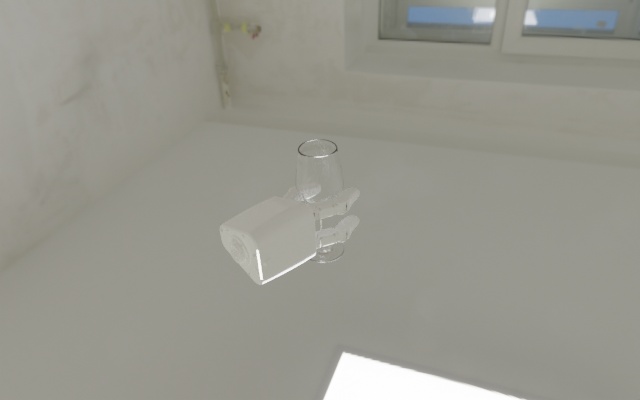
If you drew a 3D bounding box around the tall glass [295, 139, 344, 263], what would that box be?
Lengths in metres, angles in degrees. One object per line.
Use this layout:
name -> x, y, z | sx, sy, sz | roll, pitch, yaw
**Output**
tall glass -> 0.000, 0.003, 0.790 | 0.079, 0.201, 0.079 | -2, 33, 1
